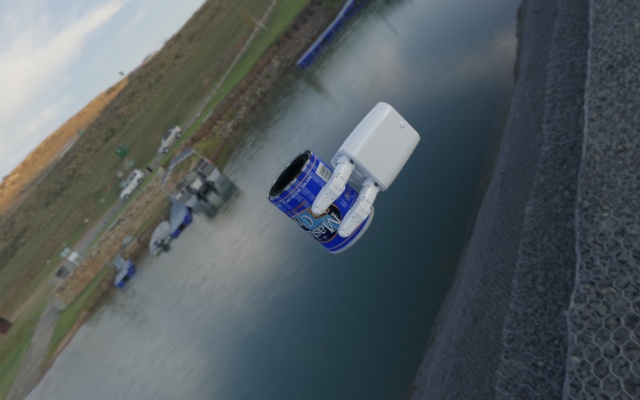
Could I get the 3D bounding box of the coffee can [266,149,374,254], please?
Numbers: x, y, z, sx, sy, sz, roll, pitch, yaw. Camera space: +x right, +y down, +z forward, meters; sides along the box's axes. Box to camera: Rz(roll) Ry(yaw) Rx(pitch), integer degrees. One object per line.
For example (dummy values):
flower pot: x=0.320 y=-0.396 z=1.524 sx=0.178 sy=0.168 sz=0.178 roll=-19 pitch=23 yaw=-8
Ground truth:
coffee can: x=0.000 y=0.003 z=0.756 sx=0.140 sy=0.103 sz=0.103 roll=41 pitch=-15 yaw=-18
